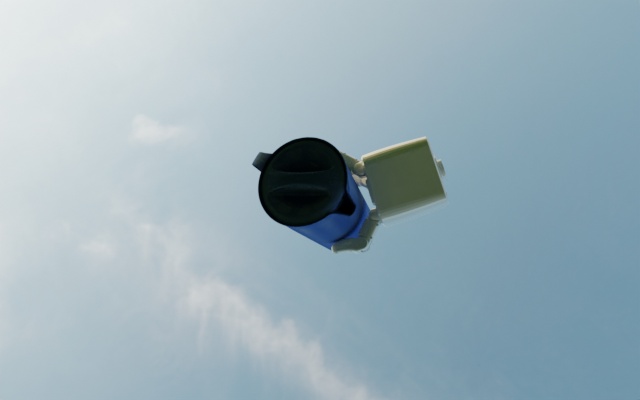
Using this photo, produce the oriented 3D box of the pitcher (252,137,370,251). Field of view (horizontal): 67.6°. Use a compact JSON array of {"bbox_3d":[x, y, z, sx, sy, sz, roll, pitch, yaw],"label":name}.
[{"bbox_3d":[0.000,0.003,0.767,0.145,0.149,0.243,-18,-23,12],"label":"pitcher"}]
